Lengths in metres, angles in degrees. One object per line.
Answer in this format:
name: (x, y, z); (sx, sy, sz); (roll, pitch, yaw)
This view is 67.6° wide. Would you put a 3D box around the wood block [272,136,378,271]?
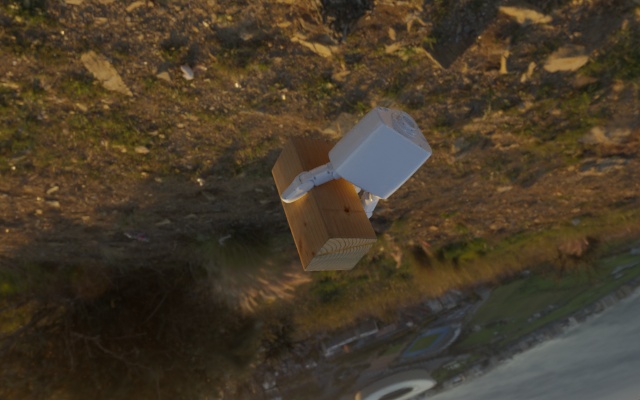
wood block: (0.000, 0.002, 0.778); (0.091, 0.206, 0.090); (4, -41, -32)
